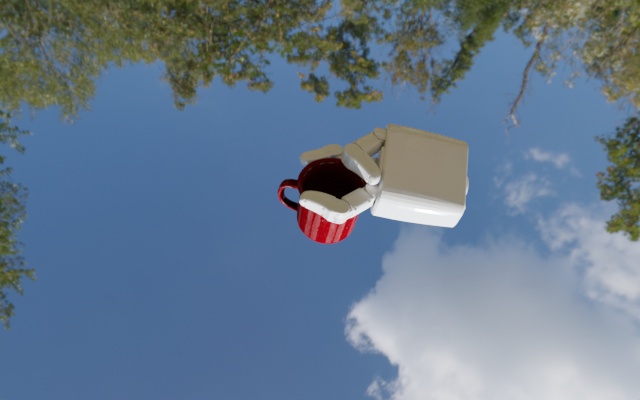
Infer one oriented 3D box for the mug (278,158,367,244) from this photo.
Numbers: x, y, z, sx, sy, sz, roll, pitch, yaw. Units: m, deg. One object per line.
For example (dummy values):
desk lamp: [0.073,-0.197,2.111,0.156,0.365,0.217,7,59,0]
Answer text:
mug: [-0.001,0.002,0.635,0.117,0.093,0.082,11,-37,-1]
